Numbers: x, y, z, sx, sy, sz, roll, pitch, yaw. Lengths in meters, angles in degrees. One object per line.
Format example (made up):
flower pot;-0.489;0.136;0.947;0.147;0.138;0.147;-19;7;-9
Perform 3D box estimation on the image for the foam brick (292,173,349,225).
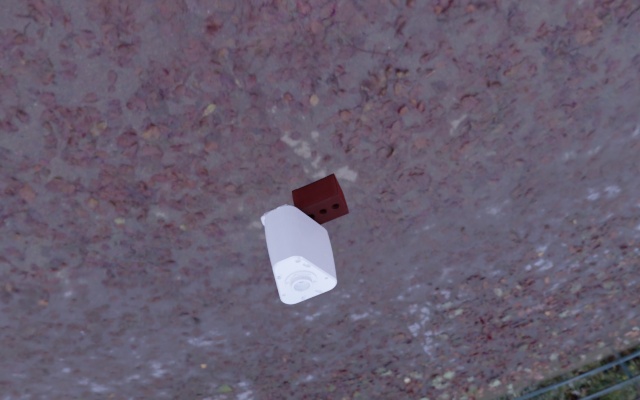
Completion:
foam brick;0.000;0.002;0.785;0.078;0.051;0.053;-23;-47;9
